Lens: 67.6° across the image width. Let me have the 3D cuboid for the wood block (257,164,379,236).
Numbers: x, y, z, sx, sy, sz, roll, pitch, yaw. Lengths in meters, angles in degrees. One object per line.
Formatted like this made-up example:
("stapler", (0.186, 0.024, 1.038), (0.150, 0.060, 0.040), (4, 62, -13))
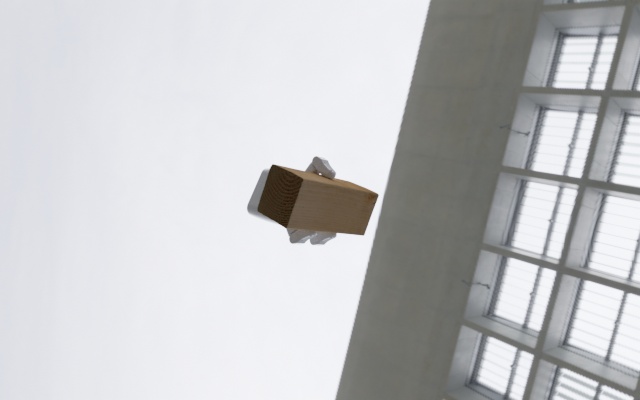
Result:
("wood block", (0.000, 0.002, 0.877), (0.206, 0.091, 0.090), (9, 13, -46))
